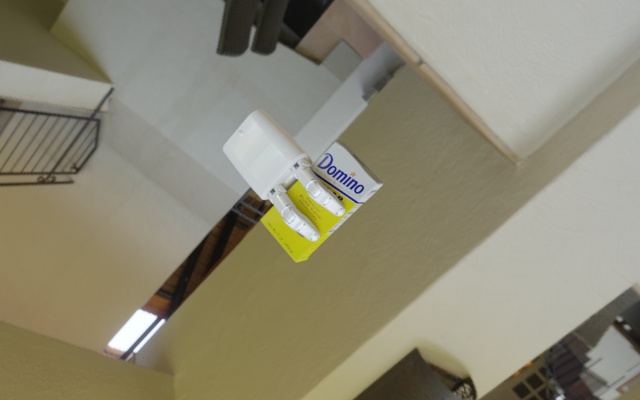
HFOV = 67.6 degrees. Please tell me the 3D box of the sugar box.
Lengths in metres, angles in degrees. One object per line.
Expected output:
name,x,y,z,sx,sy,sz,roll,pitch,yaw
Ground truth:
sugar box,0.000,0.002,0.730,0.176,0.093,0.048,-47,-14,17
